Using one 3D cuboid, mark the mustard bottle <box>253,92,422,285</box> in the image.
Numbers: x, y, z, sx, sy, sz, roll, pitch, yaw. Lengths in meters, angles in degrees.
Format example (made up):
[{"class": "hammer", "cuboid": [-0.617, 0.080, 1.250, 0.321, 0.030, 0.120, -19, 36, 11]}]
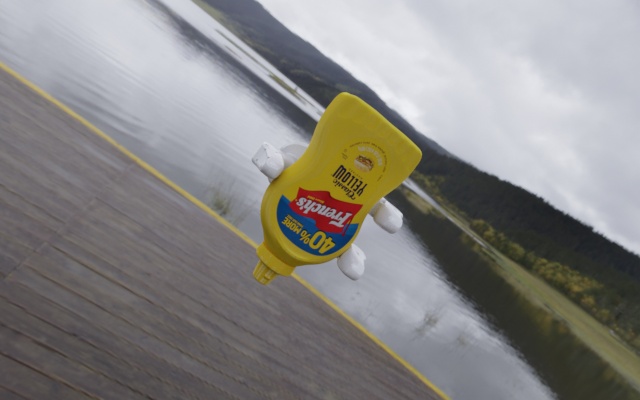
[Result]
[{"class": "mustard bottle", "cuboid": [0.000, 0.001, 0.449, 0.096, 0.191, 0.058, 36, 8, -21]}]
